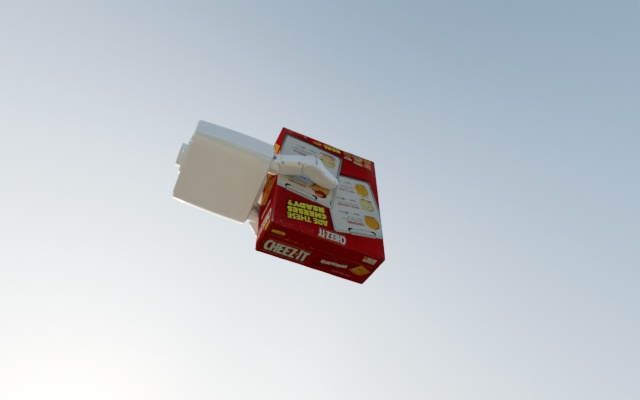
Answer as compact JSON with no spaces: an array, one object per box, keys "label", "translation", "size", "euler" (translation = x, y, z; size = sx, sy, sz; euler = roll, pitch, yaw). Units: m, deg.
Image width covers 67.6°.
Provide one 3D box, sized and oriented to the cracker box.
[{"label":"cracker box","translation":[0.000,0.002,0.698],"size":[0.164,0.213,0.072],"euler":[20,-51,-16]}]
